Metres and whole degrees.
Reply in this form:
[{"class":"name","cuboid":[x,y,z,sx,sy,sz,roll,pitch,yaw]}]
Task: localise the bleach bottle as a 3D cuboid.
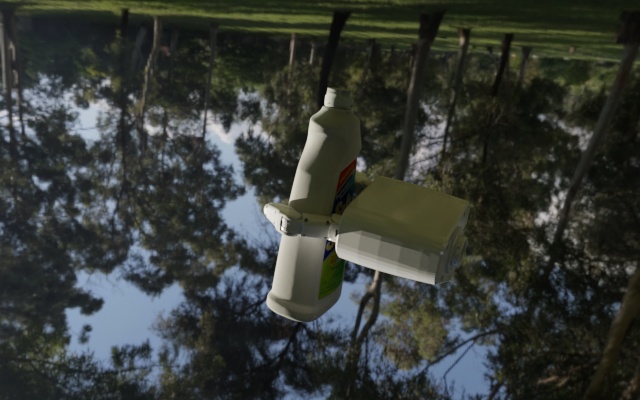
[{"class":"bleach bottle","cuboid":[0.000,0.002,0.537,0.068,0.251,0.102,16,17,25]}]
